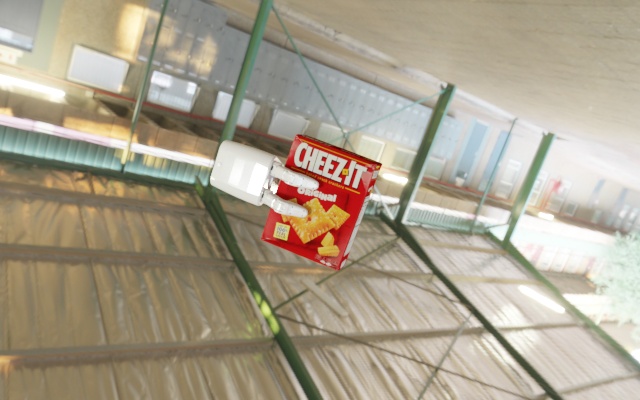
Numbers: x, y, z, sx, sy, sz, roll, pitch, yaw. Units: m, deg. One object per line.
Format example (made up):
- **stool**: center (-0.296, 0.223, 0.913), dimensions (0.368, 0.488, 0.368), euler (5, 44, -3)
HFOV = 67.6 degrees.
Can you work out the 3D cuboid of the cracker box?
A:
- **cracker box**: center (0.000, 0.003, 0.898), dimensions (0.164, 0.214, 0.072), euler (22, 11, 12)
